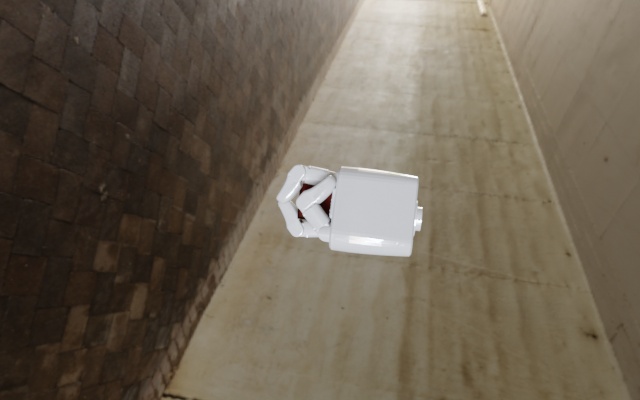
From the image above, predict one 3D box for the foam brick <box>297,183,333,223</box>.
[{"bbox_3d":[0.000,0.002,0.700,0.051,0.053,0.078,6,3,9],"label":"foam brick"}]
